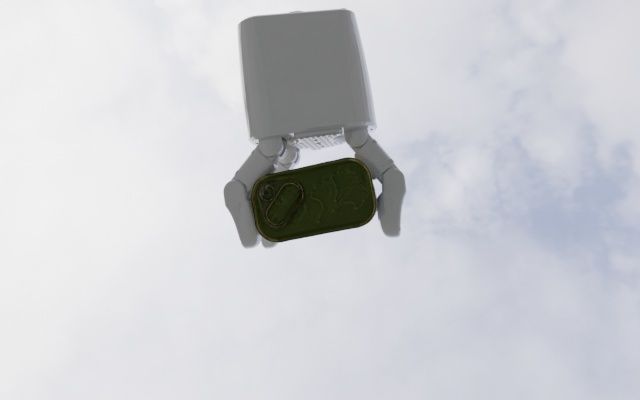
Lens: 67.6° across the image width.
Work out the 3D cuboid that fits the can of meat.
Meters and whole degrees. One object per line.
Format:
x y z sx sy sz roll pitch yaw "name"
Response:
0.000 0.001 0.426 0.102 0.057 0.084 -12 -4 9 "can of meat"
